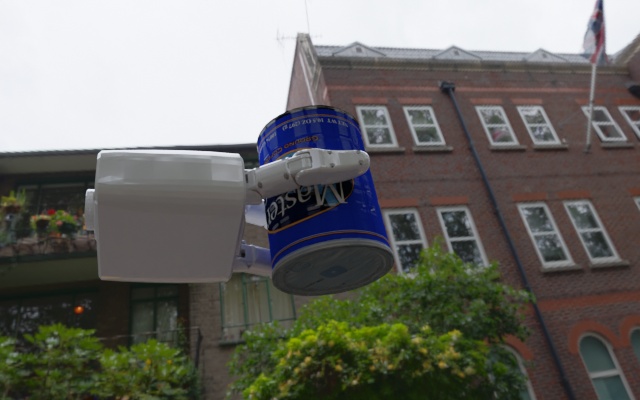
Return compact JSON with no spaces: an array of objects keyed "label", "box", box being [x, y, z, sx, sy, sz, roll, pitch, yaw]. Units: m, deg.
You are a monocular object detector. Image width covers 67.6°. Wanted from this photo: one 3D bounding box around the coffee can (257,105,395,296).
[{"label":"coffee can","box":[0.000,0.002,0.429,0.103,0.140,0.103,-8,-30,-5]}]
